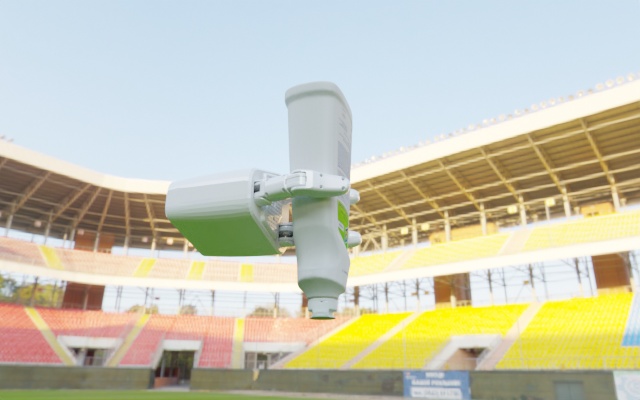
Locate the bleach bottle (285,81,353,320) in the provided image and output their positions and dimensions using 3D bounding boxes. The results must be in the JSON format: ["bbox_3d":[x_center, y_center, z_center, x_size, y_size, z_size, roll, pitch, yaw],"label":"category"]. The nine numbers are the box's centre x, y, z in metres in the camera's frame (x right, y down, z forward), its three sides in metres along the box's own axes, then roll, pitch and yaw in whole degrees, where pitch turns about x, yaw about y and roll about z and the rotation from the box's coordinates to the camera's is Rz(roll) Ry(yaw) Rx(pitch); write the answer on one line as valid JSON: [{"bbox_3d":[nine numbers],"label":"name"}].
[{"bbox_3d":[0.000,0.002,0.529,0.068,0.250,0.103,-7,-21,18],"label":"bleach bottle"}]
